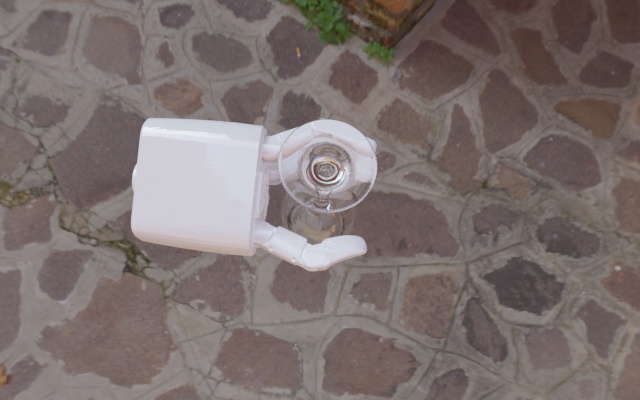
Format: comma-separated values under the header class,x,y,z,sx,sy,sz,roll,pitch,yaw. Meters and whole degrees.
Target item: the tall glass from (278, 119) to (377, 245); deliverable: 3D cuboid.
class,x,y,z,sx,sy,sz,roll,pitch,yaw
tall glass,0.000,0.001,0.448,0.079,0.079,0.201,0,-17,-3
